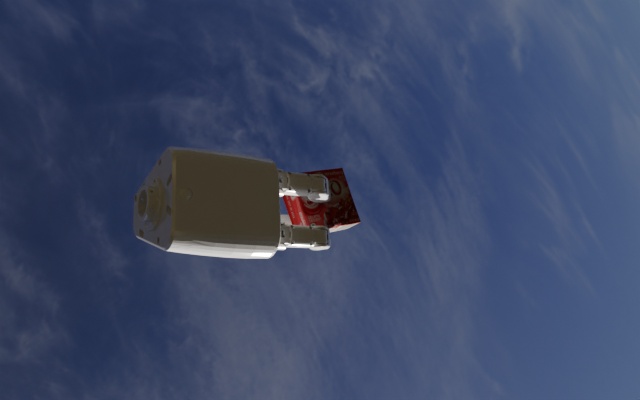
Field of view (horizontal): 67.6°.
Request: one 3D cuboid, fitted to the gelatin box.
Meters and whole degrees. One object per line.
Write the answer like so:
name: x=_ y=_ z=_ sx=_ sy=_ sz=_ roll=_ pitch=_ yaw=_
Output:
gelatin box: x=0.000 y=0.002 z=0.569 sx=0.089 sy=0.073 sz=0.030 roll=-9 pitch=-14 yaw=-44
